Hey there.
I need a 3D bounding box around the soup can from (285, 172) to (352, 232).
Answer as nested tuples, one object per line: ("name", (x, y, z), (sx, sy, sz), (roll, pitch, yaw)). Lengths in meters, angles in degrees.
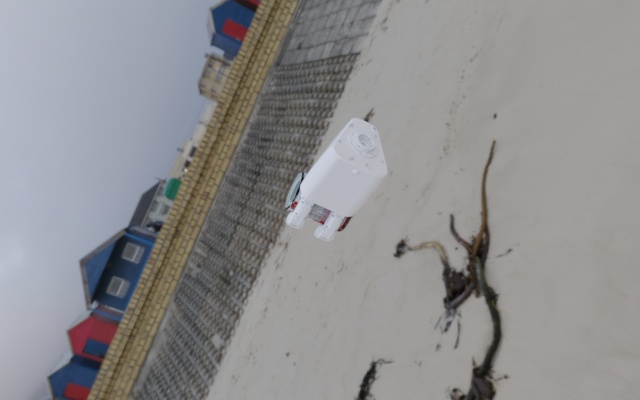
("soup can", (0.000, 0.003, 0.803), (0.102, 0.068, 0.068), (24, -6, -14))
